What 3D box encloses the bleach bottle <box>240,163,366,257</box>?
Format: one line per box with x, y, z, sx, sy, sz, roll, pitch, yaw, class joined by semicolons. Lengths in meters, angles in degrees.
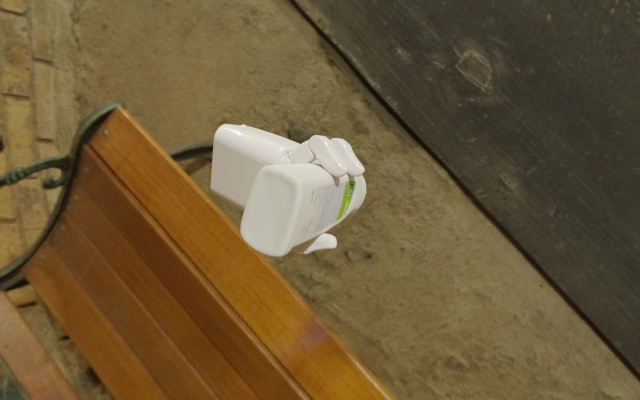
0.000;0.002;0.628;0.068;0.102;0.251;24;14;22;bleach bottle
